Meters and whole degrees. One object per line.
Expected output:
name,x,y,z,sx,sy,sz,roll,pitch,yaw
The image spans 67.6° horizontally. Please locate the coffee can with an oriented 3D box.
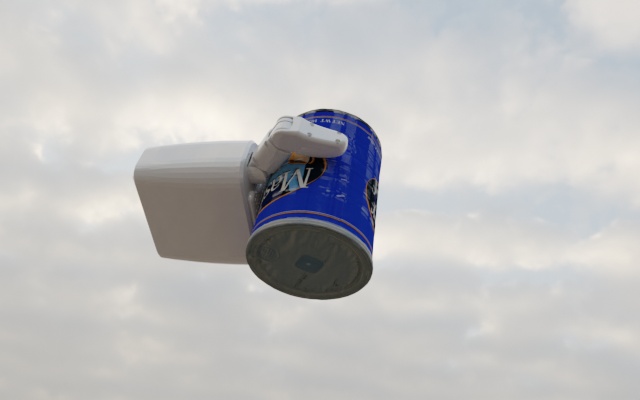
coffee can,0.000,0.001,0.425,0.103,0.140,0.103,6,-42,6
